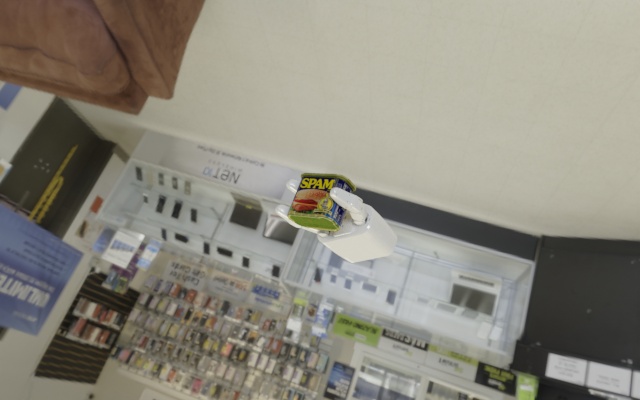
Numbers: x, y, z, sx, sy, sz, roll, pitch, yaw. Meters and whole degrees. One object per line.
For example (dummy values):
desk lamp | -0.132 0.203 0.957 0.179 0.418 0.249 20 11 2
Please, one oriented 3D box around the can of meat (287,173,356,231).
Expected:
can of meat | 0.000 0.003 0.827 0.102 0.084 0.057 4 -26 35
